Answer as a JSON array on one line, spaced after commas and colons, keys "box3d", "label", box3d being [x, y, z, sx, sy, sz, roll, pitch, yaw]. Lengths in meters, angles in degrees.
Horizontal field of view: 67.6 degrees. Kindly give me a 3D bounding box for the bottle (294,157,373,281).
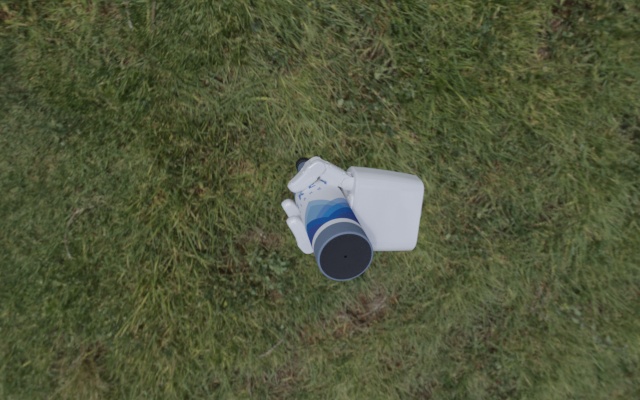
[{"box3d": [0.000, 0.002, 0.678, 0.069, 0.069, 0.295, 0, 25, -13], "label": "bottle"}]
